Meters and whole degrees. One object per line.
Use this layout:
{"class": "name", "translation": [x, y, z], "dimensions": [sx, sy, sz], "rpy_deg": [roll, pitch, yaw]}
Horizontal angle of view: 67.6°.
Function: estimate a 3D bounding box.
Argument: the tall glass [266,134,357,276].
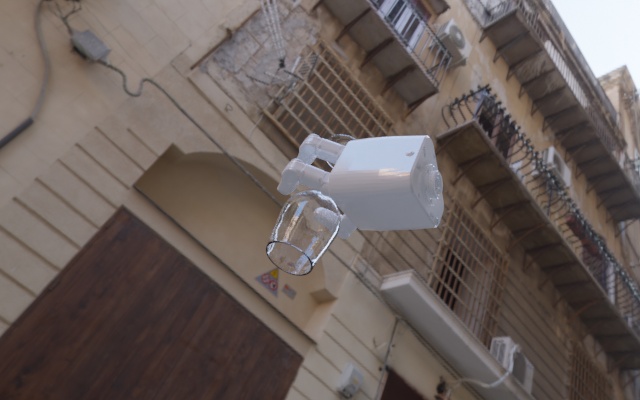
{"class": "tall glass", "translation": [0.000, 0.002, 0.629], "dimensions": [0.079, 0.079, 0.201], "rpy_deg": [0, 43, 32]}
